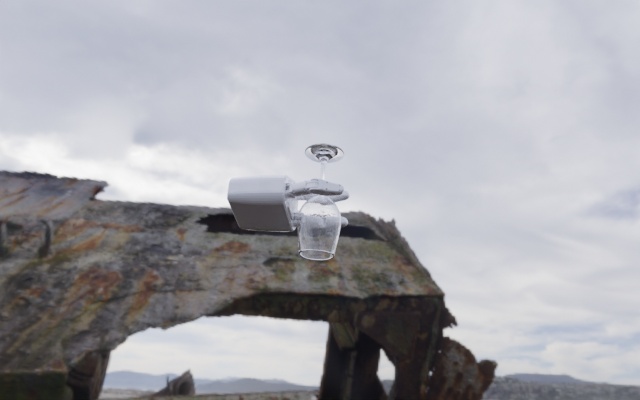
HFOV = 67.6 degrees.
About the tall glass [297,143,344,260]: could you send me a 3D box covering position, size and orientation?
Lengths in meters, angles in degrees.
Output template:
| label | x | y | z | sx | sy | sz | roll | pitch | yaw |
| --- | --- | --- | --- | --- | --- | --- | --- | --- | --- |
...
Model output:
| label | x | y | z | sx | sy | sz | roll | pitch | yaw |
| --- | --- | --- | --- | --- | --- | --- | --- | --- | --- |
| tall glass | 0.000 | 0.002 | 0.857 | 0.079 | 0.201 | 0.079 | 3 | -23 | 1 |
